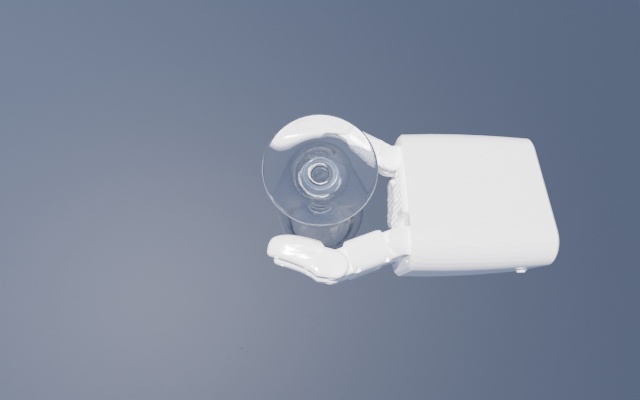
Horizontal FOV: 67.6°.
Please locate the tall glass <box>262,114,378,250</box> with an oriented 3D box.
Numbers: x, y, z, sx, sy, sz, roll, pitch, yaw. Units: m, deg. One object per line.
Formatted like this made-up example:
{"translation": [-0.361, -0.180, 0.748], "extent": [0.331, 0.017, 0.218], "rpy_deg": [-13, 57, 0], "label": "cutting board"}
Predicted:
{"translation": [0.000, 0.001, 0.400], "extent": [0.079, 0.079, 0.201], "rpy_deg": [0, -13, 0], "label": "tall glass"}
